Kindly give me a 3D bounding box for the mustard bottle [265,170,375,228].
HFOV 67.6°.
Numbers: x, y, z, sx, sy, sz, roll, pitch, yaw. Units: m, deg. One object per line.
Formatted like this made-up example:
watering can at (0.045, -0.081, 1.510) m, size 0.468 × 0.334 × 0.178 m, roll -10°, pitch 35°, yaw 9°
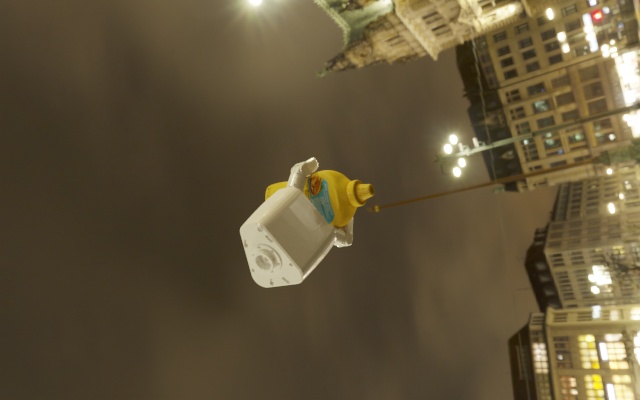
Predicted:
mustard bottle at (0.000, 0.002, 0.774) m, size 0.191 × 0.096 × 0.058 m, roll -14°, pitch -4°, yaw 34°
